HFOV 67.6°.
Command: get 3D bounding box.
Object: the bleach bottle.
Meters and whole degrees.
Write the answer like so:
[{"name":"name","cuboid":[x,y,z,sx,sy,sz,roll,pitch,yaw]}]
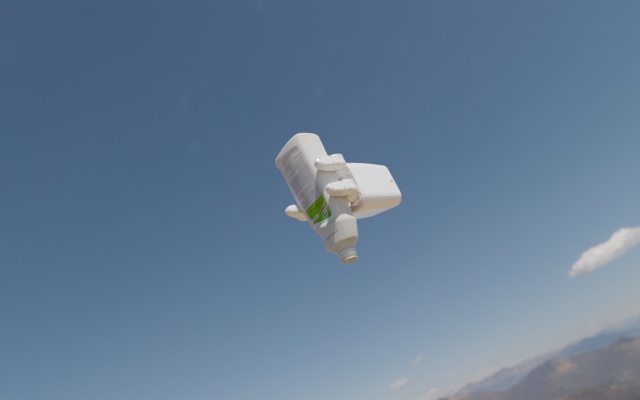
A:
[{"name":"bleach bottle","cuboid":[0.000,0.003,0.865,0.068,0.250,0.103,-2,-33,-38]}]
